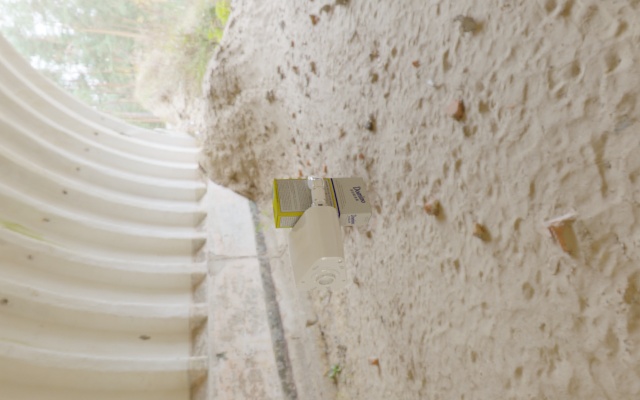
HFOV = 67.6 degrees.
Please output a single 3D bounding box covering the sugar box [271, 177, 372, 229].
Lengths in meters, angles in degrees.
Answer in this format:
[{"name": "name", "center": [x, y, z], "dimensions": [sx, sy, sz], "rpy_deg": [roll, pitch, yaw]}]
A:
[{"name": "sugar box", "center": [0.000, 0.003, 0.894], "dimensions": [0.176, 0.093, 0.048], "rpy_deg": [1, -40, -14]}]
